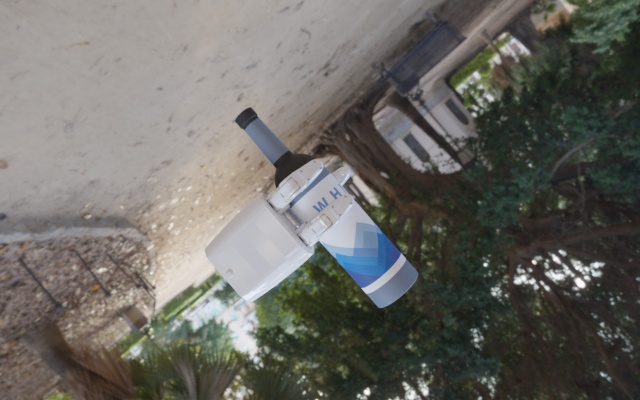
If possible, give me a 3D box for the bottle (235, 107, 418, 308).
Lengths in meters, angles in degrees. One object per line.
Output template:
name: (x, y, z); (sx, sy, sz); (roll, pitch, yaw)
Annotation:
bottle: (0.000, 0.002, 0.599); (0.069, 0.295, 0.069); (-41, 0, 0)
